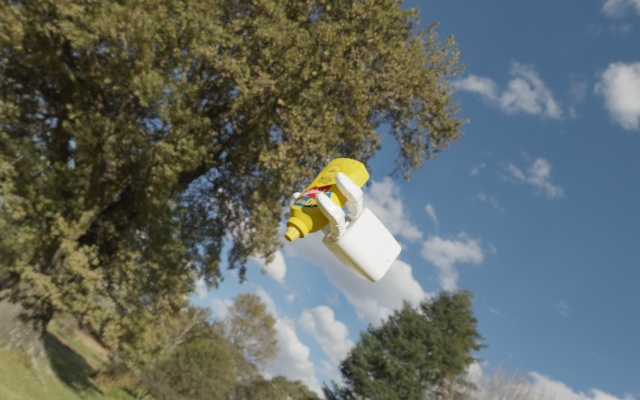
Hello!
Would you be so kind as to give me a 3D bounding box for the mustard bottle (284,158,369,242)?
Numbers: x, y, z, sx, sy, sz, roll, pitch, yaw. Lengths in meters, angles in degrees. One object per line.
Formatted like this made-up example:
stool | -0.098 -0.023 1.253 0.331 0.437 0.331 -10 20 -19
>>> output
mustard bottle | 0.000 0.002 0.867 0.096 0.058 0.191 8 48 46
